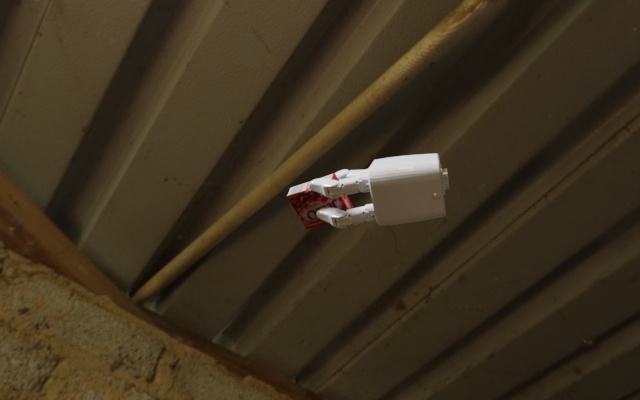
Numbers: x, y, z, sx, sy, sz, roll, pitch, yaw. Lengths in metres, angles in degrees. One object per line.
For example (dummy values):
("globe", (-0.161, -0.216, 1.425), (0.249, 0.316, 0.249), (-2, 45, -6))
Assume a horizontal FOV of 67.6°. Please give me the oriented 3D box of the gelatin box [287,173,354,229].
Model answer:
("gelatin box", (0.000, 0.002, 0.793), (0.089, 0.073, 0.030), (-17, 28, 24))
